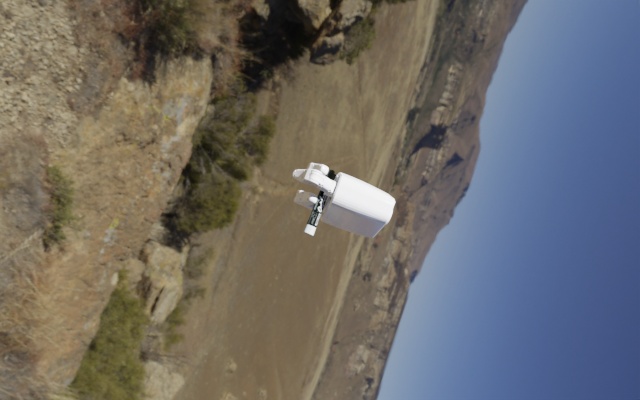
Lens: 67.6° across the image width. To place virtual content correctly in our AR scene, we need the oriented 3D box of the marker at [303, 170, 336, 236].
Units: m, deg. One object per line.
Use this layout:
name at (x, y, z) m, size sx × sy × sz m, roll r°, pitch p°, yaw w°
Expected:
marker at (0.000, 0.003, 0.836) m, size 0.020 × 0.121 × 0.020 m, roll 21°, pitch -9°, yaw 3°
